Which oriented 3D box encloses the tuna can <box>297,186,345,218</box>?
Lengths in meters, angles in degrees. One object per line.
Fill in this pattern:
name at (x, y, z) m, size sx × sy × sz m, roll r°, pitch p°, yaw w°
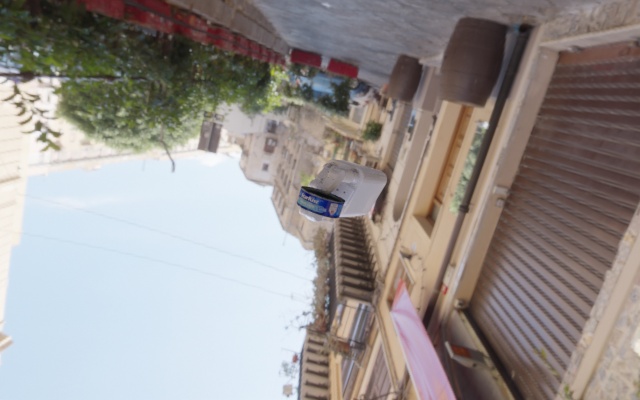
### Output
tuna can at (0.000, 0.003, 0.878) m, size 0.086 × 0.034 × 0.086 m, roll 18°, pitch 9°, yaw -3°
